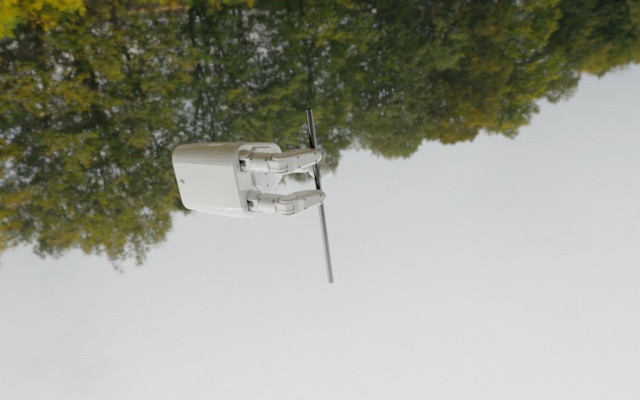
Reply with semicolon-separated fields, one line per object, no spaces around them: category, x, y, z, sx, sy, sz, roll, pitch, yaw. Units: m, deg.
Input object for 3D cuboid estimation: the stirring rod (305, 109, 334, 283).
stirring rod;0.000;0.002;0.613;0.011;0.240;0.011;-6;23;3
